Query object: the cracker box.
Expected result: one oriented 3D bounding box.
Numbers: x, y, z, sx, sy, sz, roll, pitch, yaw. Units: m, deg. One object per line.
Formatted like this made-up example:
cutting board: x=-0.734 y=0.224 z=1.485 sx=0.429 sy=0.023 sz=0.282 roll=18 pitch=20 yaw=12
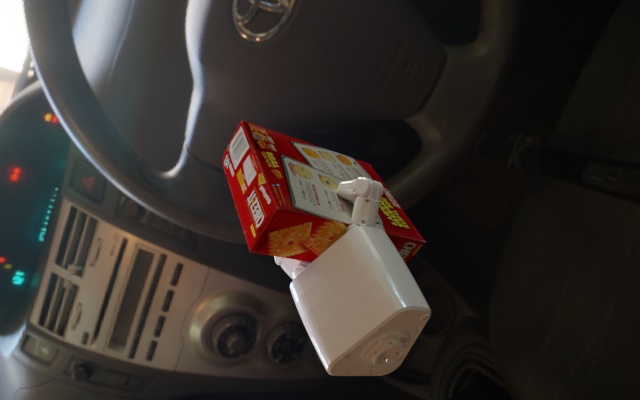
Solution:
cracker box: x=0.000 y=0.002 z=0.581 sx=0.214 sy=0.072 sz=0.164 roll=15 pitch=32 yaw=-35
